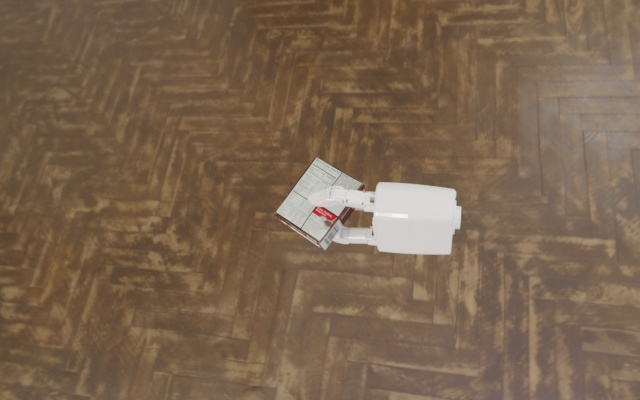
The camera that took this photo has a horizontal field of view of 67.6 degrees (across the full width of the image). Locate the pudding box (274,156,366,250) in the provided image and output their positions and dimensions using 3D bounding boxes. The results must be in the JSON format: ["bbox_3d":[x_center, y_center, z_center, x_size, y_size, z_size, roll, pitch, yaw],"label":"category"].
[{"bbox_3d":[0.000,0.002,0.711,0.090,0.113,0.039,32,-12,23],"label":"pudding box"}]
